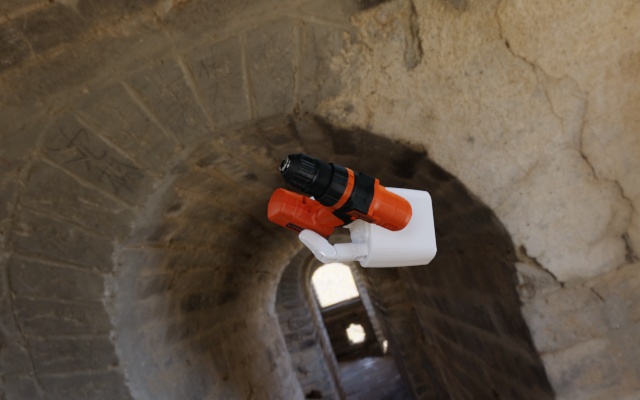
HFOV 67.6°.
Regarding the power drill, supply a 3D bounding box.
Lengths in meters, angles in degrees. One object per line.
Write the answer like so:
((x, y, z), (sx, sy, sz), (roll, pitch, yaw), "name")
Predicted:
((0.000, 0.002, 0.639), (0.184, 0.057, 0.187), (25, -19, -24), "power drill")
